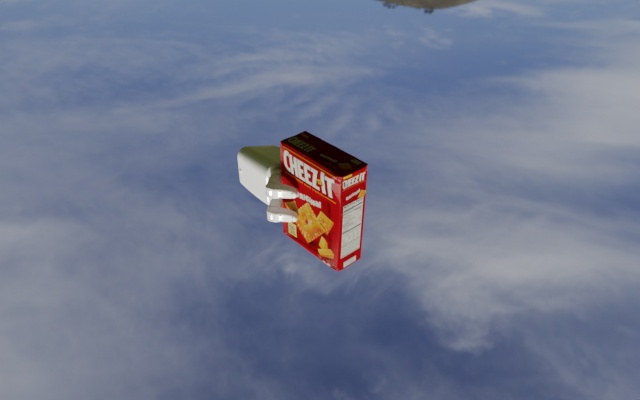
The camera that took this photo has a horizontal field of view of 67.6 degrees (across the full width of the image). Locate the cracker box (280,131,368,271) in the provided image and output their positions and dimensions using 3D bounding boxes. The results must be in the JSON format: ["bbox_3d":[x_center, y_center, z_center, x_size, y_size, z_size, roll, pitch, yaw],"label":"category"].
[{"bbox_3d":[0.000,0.003,0.885,0.072,0.214,0.164,-28,44,-34],"label":"cracker box"}]
